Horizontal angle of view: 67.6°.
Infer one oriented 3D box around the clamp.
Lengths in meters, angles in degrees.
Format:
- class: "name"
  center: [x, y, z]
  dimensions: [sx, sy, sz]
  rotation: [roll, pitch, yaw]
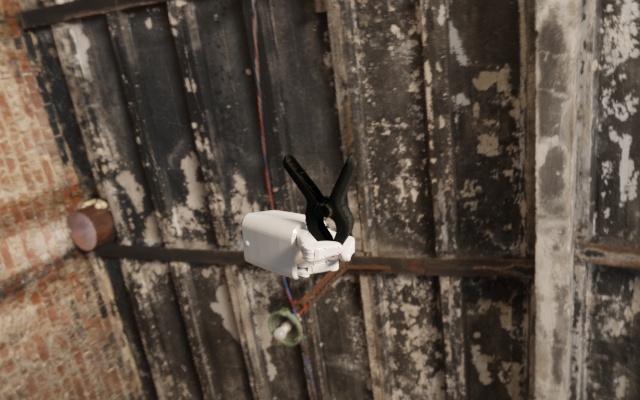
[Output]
- class: "clamp"
  center: [0.001, 0.002, 0.730]
  dimensions: [0.120, 0.171, 0.039]
  rotation: [13, 26, 28]
